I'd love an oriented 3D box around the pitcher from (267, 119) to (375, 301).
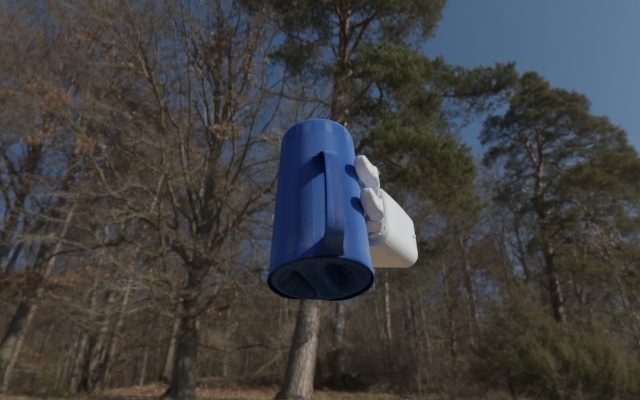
[{"bbox_3d":[0.000,0.002,0.648,0.149,0.242,0.145,-24,-40,29],"label":"pitcher"}]
